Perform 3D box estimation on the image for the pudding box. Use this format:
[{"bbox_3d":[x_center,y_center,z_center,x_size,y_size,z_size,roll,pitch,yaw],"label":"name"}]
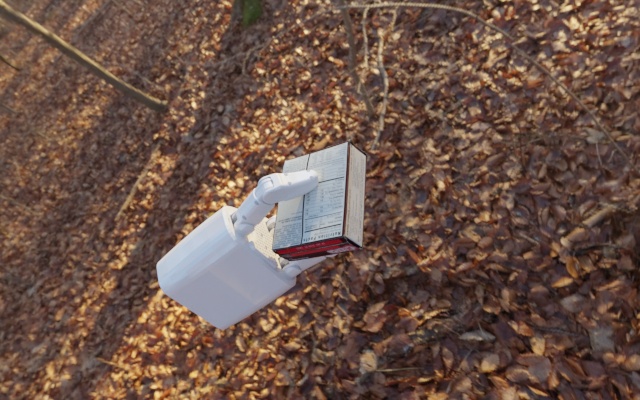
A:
[{"bbox_3d":[0.000,0.002,0.494,0.090,0.113,0.039,-13,-30,32],"label":"pudding box"}]
